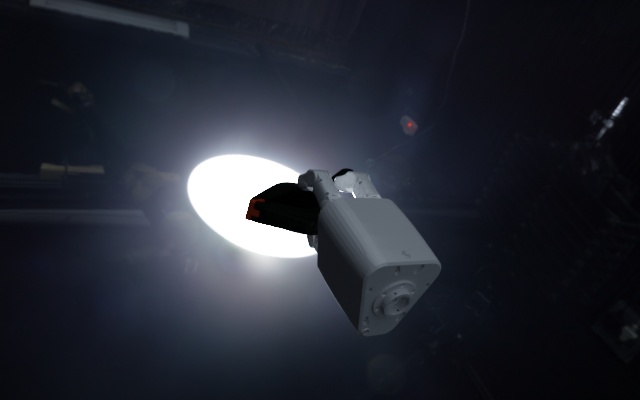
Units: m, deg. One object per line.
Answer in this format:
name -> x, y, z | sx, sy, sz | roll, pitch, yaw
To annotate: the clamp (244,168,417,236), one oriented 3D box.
clamp -> -0.001, 0.003, 0.607 | 0.210, 0.036, 0.164 | 2, 31, -29
